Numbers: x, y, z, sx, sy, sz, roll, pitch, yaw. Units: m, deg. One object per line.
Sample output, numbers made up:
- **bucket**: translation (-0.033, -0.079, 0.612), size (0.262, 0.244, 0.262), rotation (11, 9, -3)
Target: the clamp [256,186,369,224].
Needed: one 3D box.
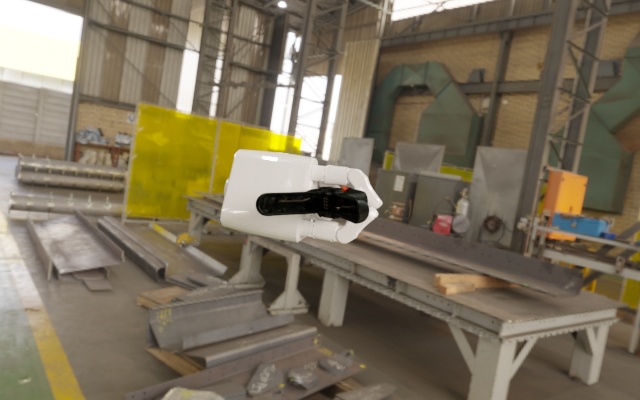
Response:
- **clamp**: translation (0.000, 0.001, 0.555), size (0.120, 0.039, 0.171), rotation (9, 4, 8)
